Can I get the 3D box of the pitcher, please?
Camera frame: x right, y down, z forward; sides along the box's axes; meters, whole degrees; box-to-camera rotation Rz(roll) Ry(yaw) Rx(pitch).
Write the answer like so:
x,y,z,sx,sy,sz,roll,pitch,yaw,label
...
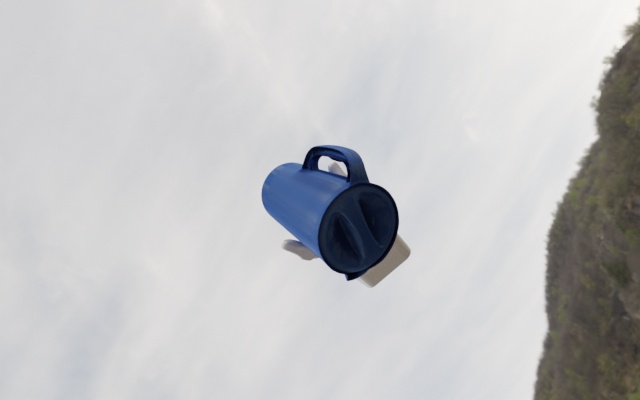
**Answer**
x,y,z,sx,sy,sz,roll,pitch,yaw,label
0.000,0.003,0.745,0.145,0.149,0.242,42,-8,-32,pitcher
